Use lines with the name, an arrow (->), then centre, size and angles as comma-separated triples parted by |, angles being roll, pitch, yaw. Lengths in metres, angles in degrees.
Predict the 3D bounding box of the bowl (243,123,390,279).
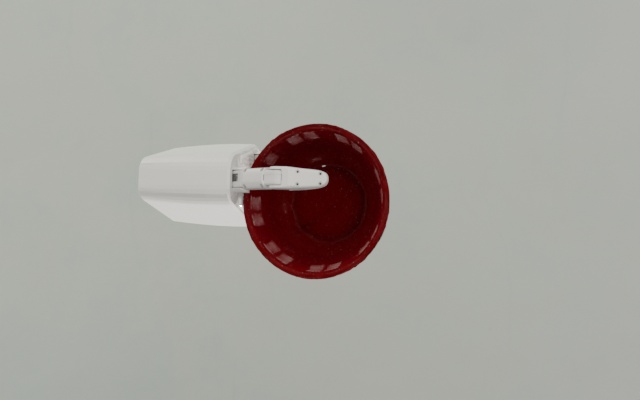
bowl -> 0.001, 0.002, 0.517 | 0.162, 0.162, 0.055 | 0, -3, 20
